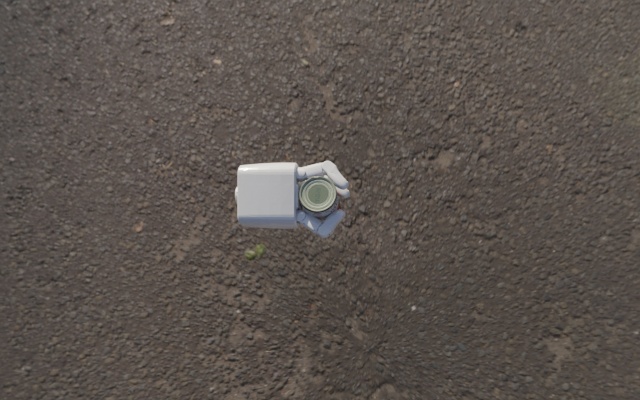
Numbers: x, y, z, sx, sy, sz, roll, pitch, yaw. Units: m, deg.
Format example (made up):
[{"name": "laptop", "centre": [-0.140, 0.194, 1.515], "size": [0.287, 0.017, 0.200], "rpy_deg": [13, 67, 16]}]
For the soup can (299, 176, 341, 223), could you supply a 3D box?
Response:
[{"name": "soup can", "centre": [0.001, 0.003, 0.867], "size": [0.068, 0.068, 0.102], "rpy_deg": [0, -17, 6]}]
